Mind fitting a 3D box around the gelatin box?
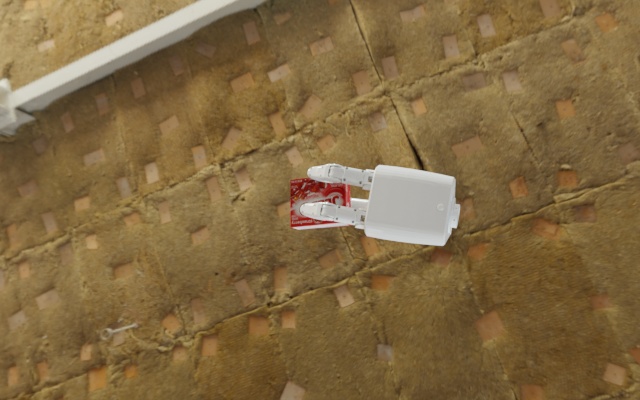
[{"bbox_3d":[0.000,0.002,0.700,0.089,0.073,0.030,-6,-13,20],"label":"gelatin box"}]
